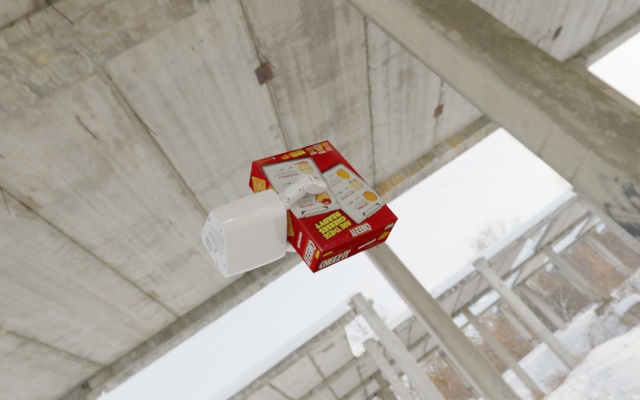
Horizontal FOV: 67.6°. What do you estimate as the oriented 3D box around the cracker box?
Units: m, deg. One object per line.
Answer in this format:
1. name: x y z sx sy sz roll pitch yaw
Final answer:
1. cracker box: 0.000 0.002 0.820 0.164 0.213 0.072 -20 -34 -31
